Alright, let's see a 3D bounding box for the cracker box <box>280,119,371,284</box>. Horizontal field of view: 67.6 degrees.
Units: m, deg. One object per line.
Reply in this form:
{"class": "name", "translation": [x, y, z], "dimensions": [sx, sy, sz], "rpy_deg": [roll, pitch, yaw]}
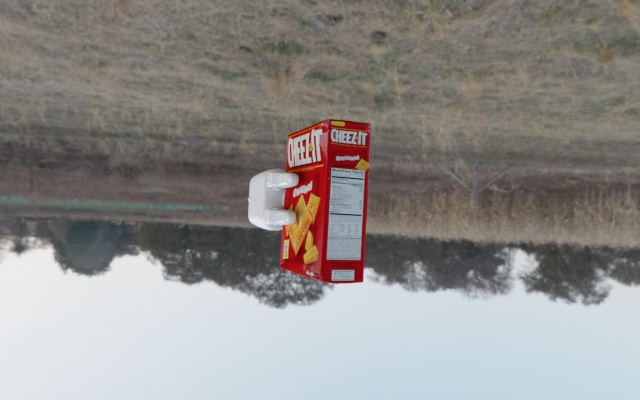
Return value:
{"class": "cracker box", "translation": [0.000, 0.002, 0.688], "dimensions": [0.072, 0.213, 0.164], "rpy_deg": [3, -1, -23]}
